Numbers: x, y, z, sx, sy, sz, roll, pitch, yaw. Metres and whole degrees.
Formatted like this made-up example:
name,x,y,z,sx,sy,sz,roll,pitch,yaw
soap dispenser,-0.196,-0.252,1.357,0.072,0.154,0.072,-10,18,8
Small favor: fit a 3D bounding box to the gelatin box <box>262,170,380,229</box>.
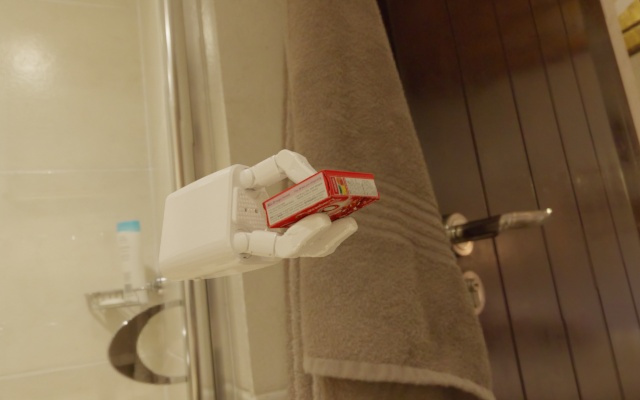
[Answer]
name,x,y,z,sx,sy,sz,roll,pitch,yaw
gelatin box,0.000,0.001,0.461,0.089,0.030,0.073,-27,-19,39
